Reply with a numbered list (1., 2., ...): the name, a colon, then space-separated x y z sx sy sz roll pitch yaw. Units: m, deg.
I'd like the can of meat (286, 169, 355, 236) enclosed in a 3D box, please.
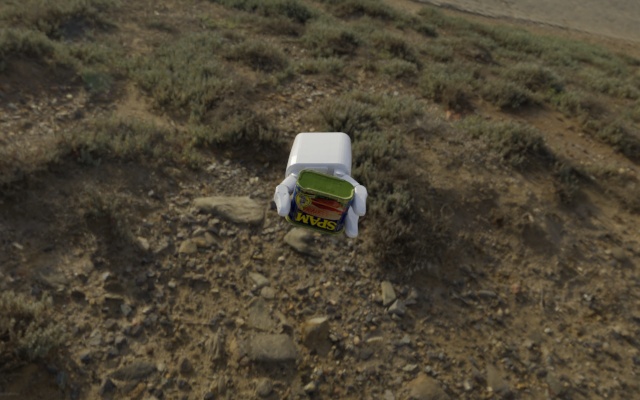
1. can of meat: 0.000 0.002 0.800 0.102 0.084 0.057 15 41 -3
